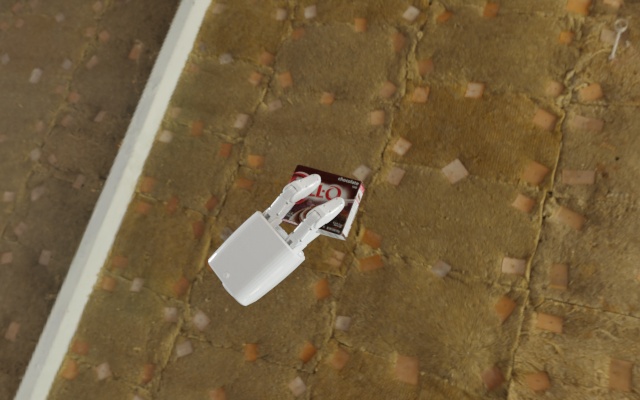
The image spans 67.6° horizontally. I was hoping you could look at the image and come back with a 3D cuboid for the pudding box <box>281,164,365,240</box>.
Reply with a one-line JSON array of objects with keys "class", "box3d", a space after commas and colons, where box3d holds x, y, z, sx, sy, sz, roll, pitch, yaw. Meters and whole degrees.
[{"class": "pudding box", "box3d": [0.000, 0.002, 0.725, 0.113, 0.090, 0.039, 17, -16, 19]}]
